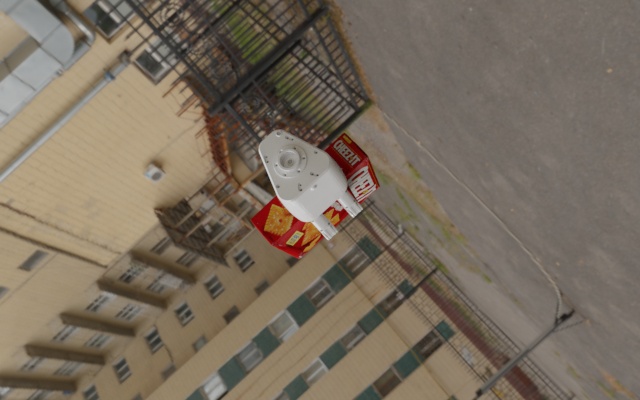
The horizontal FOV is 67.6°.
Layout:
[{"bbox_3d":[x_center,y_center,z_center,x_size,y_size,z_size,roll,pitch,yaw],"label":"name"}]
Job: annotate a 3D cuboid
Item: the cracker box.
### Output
[{"bbox_3d":[0.000,0.003,0.846,0.213,0.072,0.164,-42,-20,0],"label":"cracker box"}]
